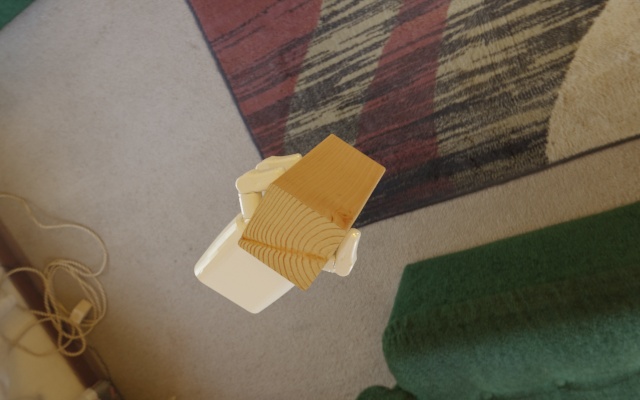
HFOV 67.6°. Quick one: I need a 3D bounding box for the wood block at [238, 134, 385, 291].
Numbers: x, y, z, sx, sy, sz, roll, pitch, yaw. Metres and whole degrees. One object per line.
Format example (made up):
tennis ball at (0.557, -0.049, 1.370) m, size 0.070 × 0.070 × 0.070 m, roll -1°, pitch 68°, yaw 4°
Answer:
wood block at (0.000, 0.002, 0.569) m, size 0.091 × 0.090 × 0.206 m, roll 34°, pitch 28°, yaw 3°
